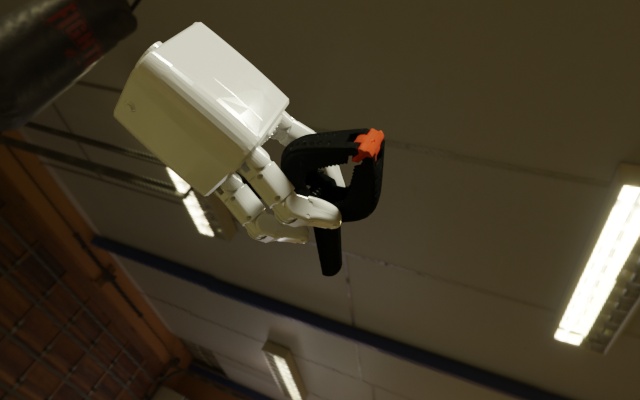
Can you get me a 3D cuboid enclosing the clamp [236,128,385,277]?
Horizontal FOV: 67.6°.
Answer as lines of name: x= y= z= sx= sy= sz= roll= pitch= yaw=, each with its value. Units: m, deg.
clamp: x=0.001 y=0.001 z=0.448 sx=0.164 sy=0.036 sz=0.210 roll=41 pitch=-36 yaw=-14
